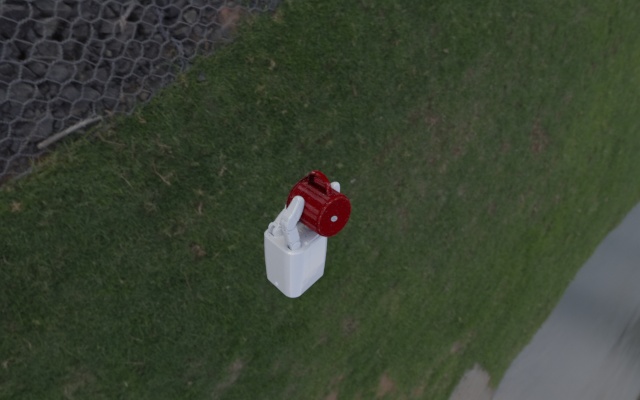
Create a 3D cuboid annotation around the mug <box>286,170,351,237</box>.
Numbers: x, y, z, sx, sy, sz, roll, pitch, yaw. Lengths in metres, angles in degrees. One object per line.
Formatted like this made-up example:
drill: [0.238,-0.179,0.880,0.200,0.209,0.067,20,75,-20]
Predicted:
mug: [0.000,0.002,0.840,0.093,0.117,0.081,-24,40,-35]
